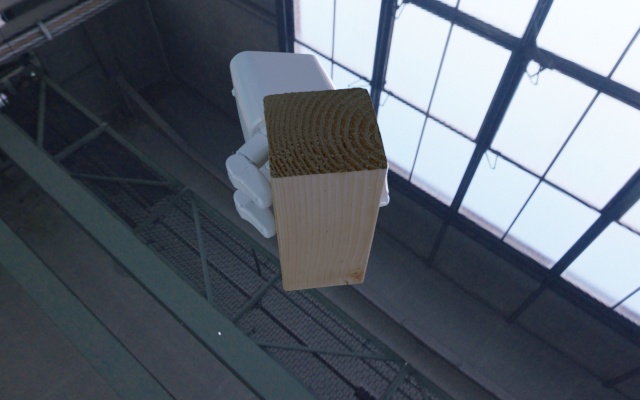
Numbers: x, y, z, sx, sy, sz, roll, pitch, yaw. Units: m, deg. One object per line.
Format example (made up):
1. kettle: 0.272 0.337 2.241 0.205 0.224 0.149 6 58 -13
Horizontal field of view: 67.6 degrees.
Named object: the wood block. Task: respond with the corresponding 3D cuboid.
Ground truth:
1. wood block: 0.000 0.001 0.460 0.091 0.090 0.206 -6 -33 -5
